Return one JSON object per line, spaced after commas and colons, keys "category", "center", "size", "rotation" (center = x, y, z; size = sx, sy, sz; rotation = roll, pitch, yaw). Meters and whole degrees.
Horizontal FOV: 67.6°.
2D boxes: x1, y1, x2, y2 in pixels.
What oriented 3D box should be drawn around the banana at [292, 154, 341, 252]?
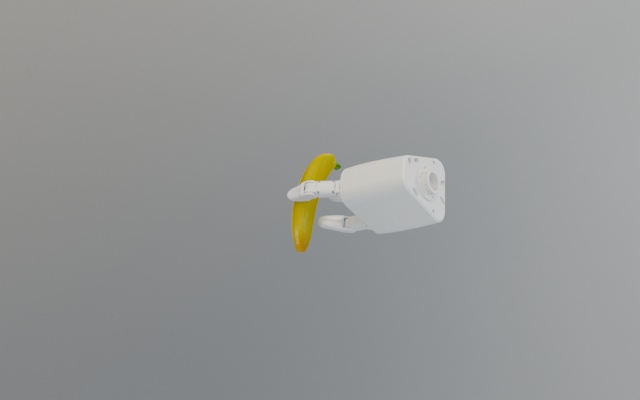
{"category": "banana", "center": [-0.009, -0.012, 0.760], "size": [0.037, 0.197, 0.070], "rotation": [-10, -49, 38]}
